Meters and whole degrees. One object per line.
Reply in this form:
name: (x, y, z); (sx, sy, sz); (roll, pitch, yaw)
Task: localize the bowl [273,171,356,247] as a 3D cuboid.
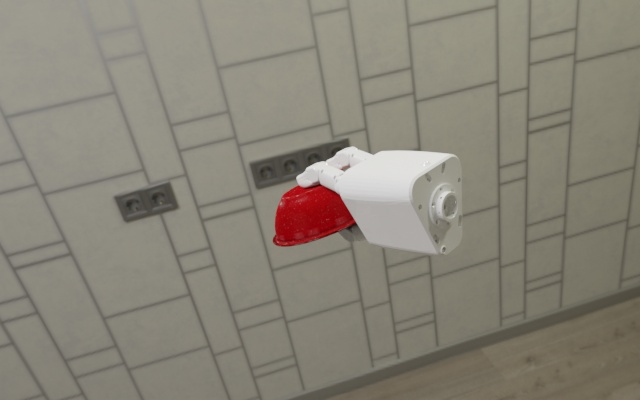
bowl: (-0.001, 0.002, 0.648); (0.162, 0.055, 0.162); (-22, 11, 4)
